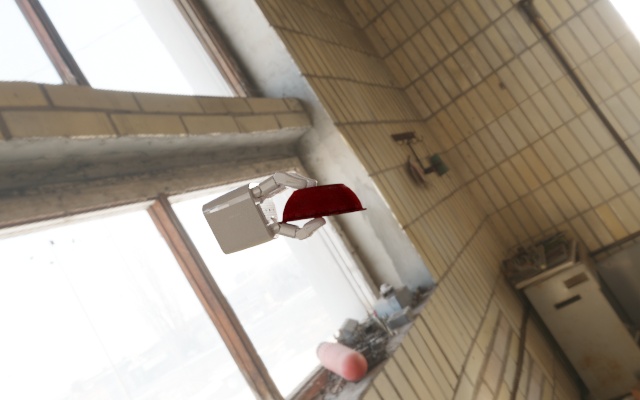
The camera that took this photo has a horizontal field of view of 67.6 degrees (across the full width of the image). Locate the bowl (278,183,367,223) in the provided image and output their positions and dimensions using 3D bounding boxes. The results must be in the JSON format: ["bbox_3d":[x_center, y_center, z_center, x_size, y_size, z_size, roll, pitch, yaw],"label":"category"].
[{"bbox_3d":[0.001,0.002,0.859,0.162,0.055,0.162,-8,-1,0],"label":"bowl"}]
